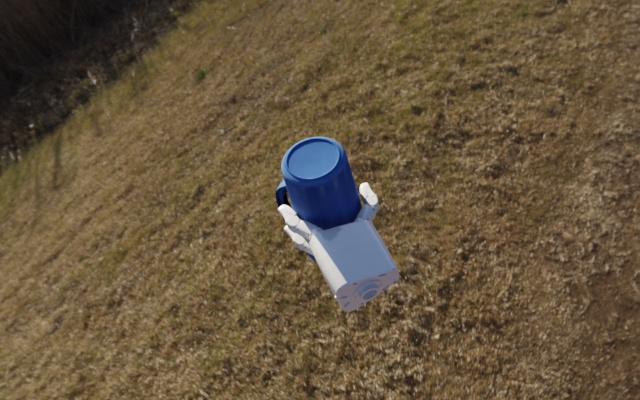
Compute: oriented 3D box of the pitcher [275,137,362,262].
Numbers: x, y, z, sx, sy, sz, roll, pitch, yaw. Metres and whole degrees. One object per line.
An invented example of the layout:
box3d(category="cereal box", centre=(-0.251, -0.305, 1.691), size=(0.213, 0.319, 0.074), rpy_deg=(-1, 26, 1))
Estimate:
box3d(category="pitcher", centre=(0.000, 0.003, 0.855), size=(0.149, 0.145, 0.243), rpy_deg=(-23, -39, -4))
